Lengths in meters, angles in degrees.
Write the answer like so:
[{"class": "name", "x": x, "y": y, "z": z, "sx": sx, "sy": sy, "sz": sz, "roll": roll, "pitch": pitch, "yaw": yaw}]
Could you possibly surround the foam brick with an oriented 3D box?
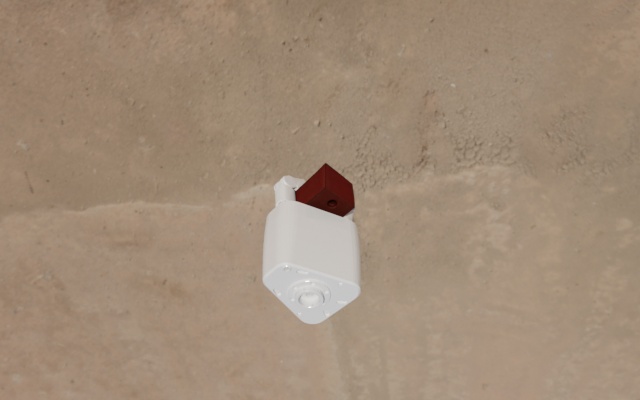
[{"class": "foam brick", "x": 0.000, "y": 0.002, "z": 0.628, "sx": 0.053, "sy": 0.051, "sz": 0.078, "roll": 34, "pitch": -59, "yaw": -25}]
